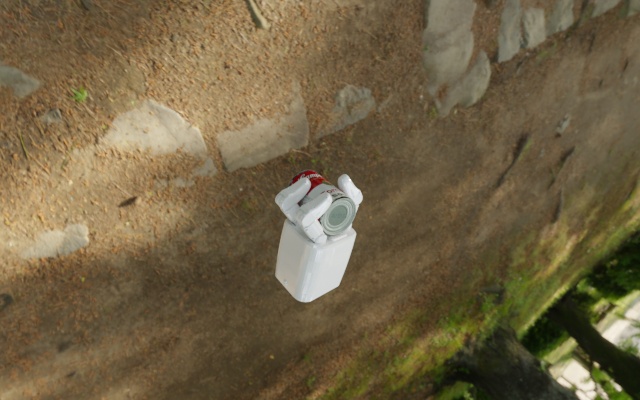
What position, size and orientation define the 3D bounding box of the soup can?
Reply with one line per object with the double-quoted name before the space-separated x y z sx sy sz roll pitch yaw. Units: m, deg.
"soup can" 0.000 0.002 0.756 0.068 0.068 0.102 0 27 -38
